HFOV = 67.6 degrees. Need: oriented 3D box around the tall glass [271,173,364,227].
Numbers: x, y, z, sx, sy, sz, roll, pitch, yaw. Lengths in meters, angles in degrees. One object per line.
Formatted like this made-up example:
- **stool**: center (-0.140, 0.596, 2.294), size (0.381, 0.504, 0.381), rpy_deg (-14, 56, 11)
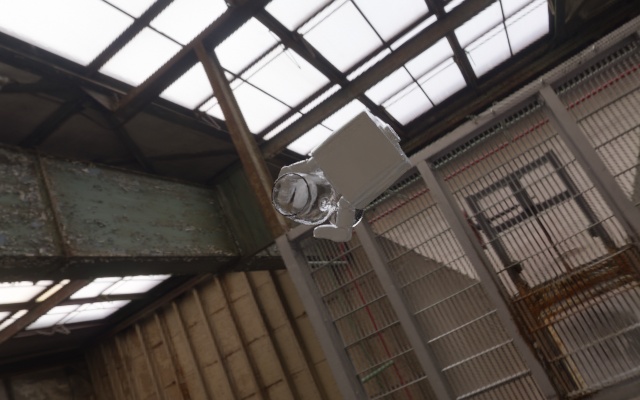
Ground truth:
- **tall glass**: center (0.000, 0.003, 0.756), size (0.079, 0.079, 0.201), rpy_deg (0, -6, 26)
